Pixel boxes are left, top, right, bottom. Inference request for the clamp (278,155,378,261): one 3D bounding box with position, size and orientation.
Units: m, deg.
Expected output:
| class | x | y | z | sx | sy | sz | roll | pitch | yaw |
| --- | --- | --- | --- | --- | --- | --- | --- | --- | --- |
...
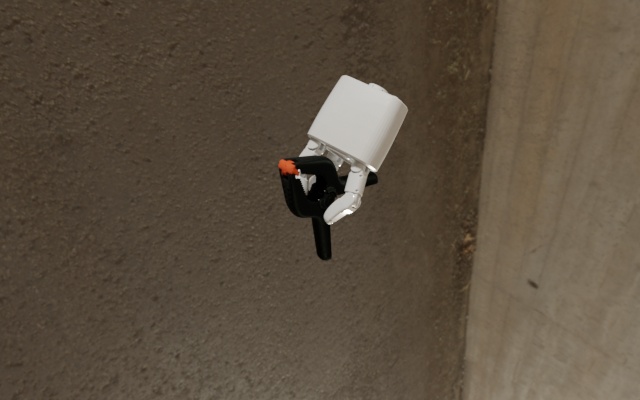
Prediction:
| class | x | y | z | sx | sy | sz | roll | pitch | yaw |
| --- | --- | --- | --- | --- | --- | --- | --- | --- | --- |
| clamp | 0.001 | 0.002 | 0.711 | 0.036 | 0.164 | 0.210 | 27 | 0 | 37 |
